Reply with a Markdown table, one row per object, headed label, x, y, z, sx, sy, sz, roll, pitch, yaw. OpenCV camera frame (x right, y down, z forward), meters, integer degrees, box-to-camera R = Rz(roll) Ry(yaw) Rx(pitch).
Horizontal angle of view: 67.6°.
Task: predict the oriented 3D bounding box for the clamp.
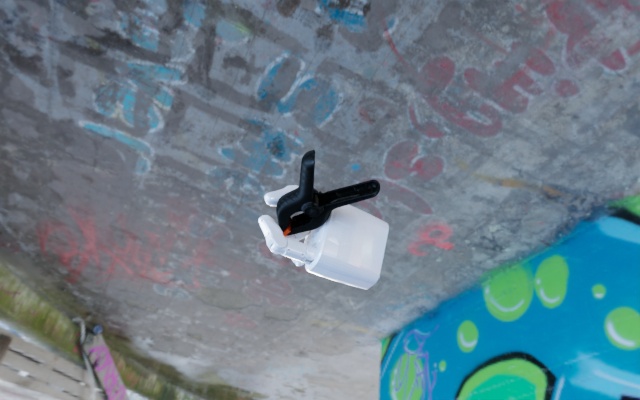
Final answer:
| label | x | y | z | sx | sy | sz | roll | pitch | yaw |
| --- | --- | --- | --- | --- | --- | --- | --- | --- | --- |
| clamp | 0.000 | 0.003 | 0.676 | 0.120 | 0.039 | 0.171 | 22 | -40 | -16 |
